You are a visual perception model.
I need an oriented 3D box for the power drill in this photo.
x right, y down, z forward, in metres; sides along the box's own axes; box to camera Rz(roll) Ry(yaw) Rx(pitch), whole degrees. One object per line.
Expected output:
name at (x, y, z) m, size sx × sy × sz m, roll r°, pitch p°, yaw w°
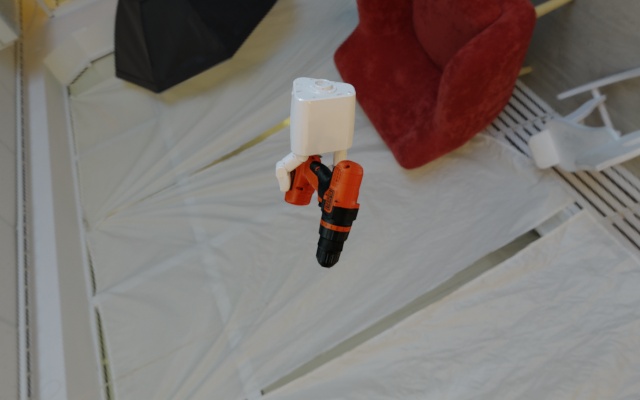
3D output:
power drill at (0.000, 0.002, 0.839) m, size 0.057 × 0.184 × 0.187 m, roll 7°, pitch 16°, yaw -31°
